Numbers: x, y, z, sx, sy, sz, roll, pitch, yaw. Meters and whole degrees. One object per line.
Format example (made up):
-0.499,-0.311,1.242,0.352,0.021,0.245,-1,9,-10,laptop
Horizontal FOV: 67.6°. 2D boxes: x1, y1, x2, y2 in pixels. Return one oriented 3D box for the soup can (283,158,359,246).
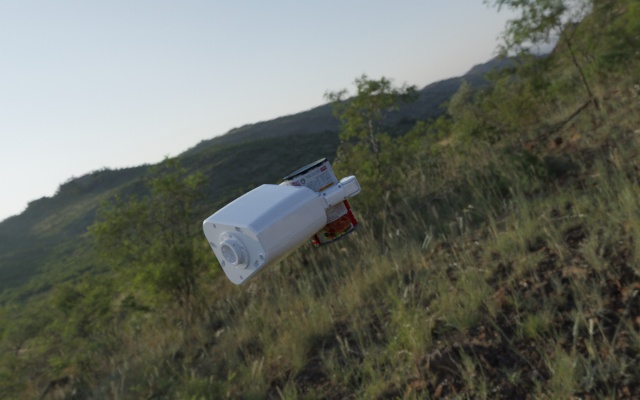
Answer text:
0.000,0.002,0.649,0.068,0.102,0.068,-25,8,4,soup can
